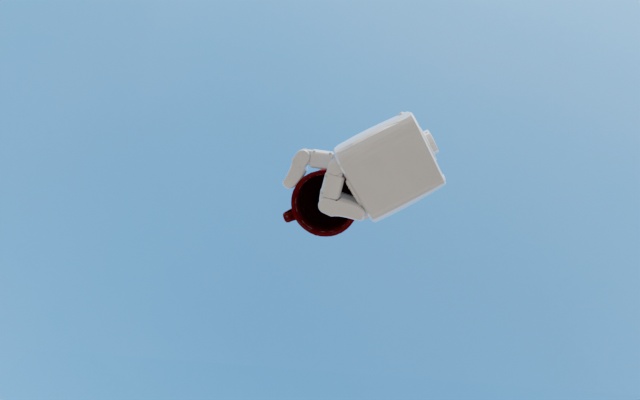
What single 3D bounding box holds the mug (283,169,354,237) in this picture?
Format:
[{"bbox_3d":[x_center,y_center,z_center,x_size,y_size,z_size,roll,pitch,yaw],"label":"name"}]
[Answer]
[{"bbox_3d":[-0.001,0.003,0.692,0.117,0.093,0.081,-26,7,12],"label":"mug"}]
